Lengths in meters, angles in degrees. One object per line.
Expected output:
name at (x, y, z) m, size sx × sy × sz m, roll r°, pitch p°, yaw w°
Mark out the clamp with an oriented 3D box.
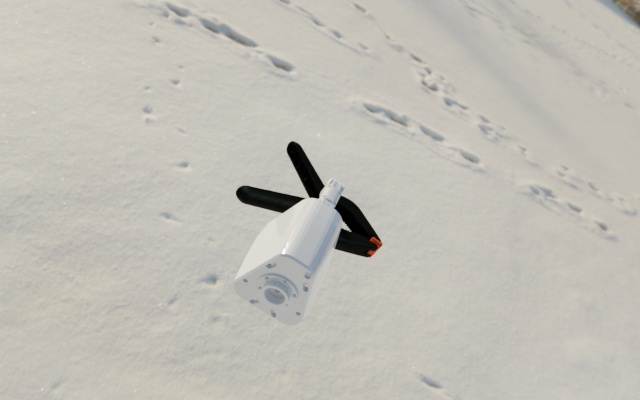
clamp at (0.001, 0.002, 0.688) m, size 0.210 × 0.036 × 0.164 m, roll 33°, pitch 40°, yaw -4°
